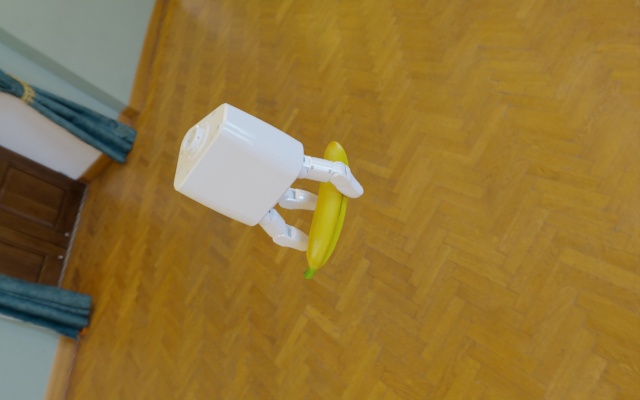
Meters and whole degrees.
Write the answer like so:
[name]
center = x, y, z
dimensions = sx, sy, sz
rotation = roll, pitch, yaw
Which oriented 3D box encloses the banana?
[banana]
center = 0.009, 0.002, 0.624
dimensions = 0.037, 0.197, 0.069
rotation = 22, -20, -24
